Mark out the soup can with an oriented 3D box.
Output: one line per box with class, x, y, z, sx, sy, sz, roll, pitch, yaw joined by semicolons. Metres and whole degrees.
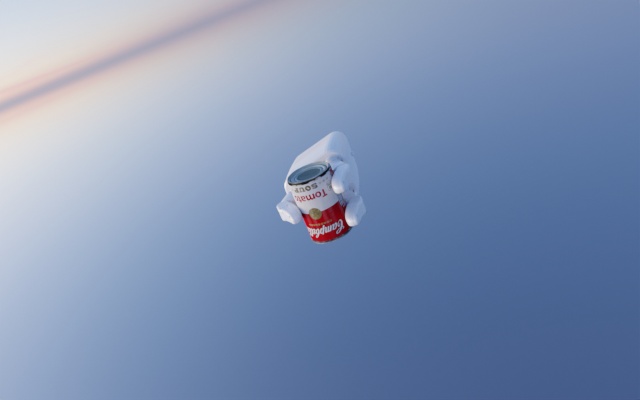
soup can;0.000;0.002;0.697;0.068;0.102;0.068;-19;24;9
